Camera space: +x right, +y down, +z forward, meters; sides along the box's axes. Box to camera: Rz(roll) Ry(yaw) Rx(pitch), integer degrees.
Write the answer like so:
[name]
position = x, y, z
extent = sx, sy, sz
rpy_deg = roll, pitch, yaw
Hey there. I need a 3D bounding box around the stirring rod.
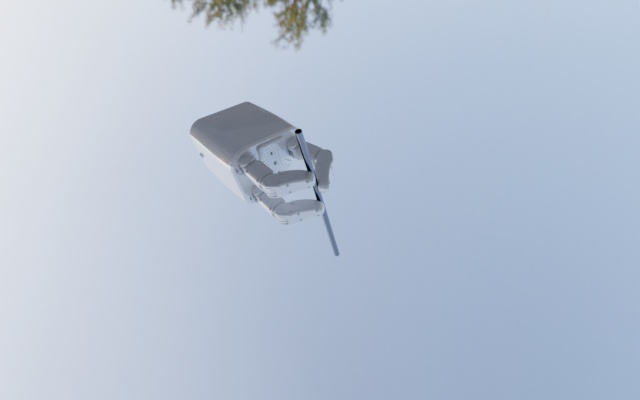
[stirring rod]
position = 0.000, 0.002, 0.593
extent = 0.011, 0.011, 0.240
rpy_deg = 0, -38, 14
